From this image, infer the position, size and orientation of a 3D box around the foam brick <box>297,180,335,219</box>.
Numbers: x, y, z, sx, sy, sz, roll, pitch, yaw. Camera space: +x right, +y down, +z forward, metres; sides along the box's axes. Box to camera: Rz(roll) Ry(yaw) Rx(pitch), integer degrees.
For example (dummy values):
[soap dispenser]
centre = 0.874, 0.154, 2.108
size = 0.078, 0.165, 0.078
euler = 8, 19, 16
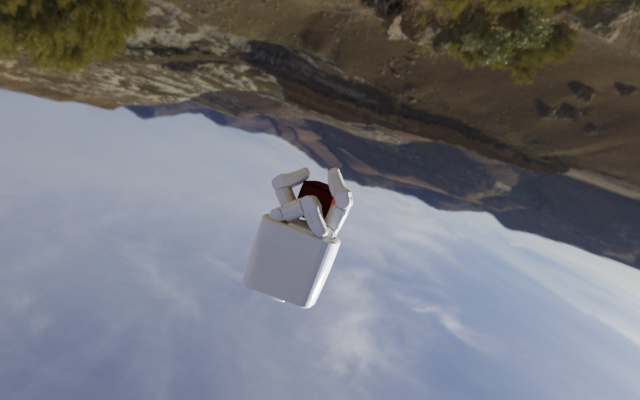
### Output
[foam brick]
centre = 0.000, 0.002, 0.722
size = 0.053, 0.051, 0.078
euler = 23, 9, 16
